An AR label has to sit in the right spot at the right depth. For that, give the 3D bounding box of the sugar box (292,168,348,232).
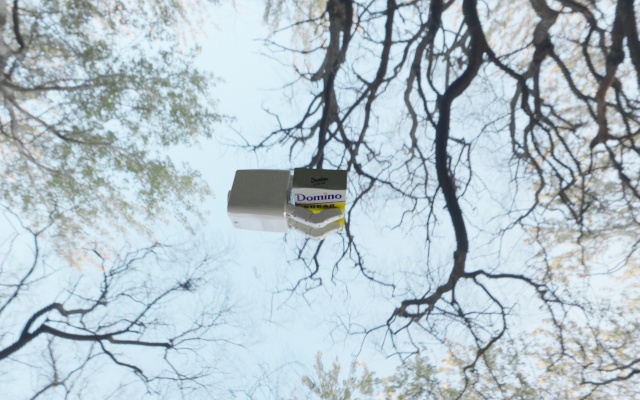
[{"bbox_3d":[0.000,0.003,0.868,0.093,0.048,0.176,2,-24,3],"label":"sugar box"}]
